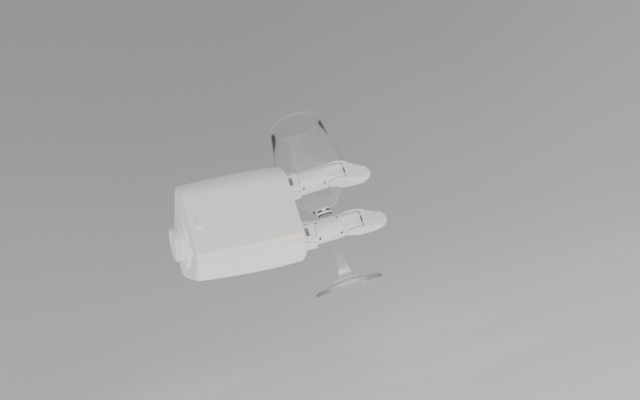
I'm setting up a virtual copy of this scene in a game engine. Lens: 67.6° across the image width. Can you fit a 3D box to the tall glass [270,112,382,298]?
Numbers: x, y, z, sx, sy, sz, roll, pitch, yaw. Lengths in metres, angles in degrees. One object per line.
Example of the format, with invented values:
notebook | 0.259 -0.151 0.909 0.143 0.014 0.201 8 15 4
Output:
tall glass | 0.000 0.002 0.537 0.079 0.201 0.079 -17 -16 -5
